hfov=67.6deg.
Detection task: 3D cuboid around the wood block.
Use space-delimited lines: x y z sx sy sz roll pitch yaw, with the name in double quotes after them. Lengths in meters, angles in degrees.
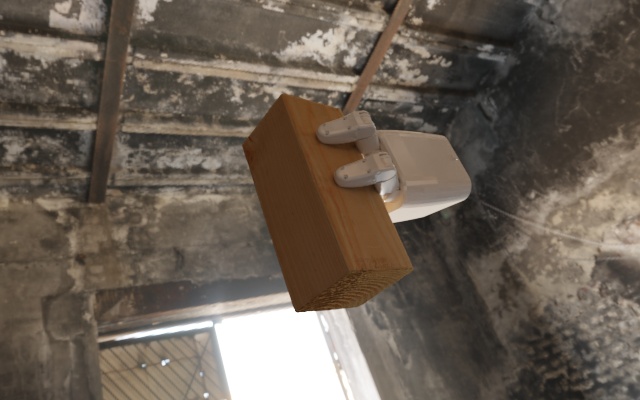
0.000 0.002 0.501 0.090 0.206 0.091 5 -37 -40 "wood block"
